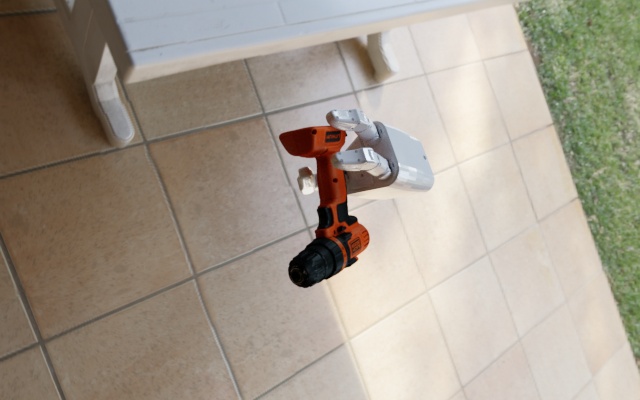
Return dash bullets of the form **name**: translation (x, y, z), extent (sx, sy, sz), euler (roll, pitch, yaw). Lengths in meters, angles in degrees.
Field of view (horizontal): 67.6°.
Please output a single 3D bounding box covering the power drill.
- **power drill**: translation (0.000, 0.001, 0.604), extent (0.057, 0.187, 0.184), euler (-6, 7, 26)
